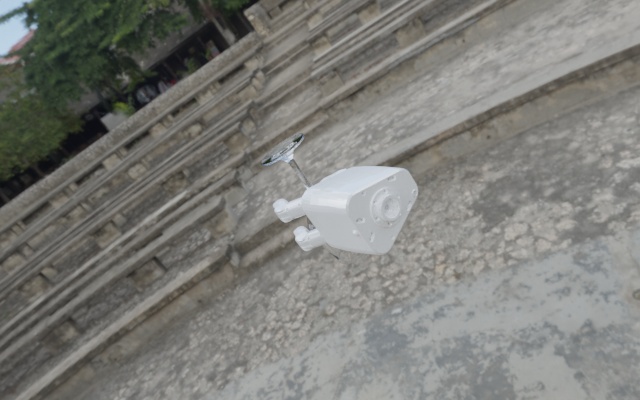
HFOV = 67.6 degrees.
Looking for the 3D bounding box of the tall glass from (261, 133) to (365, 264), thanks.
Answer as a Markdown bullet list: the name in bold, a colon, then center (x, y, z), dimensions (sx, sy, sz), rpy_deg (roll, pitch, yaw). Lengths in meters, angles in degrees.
- **tall glass**: center (0.000, 0.002, 0.712), dimensions (0.079, 0.201, 0.079), rpy_deg (-30, 22, 13)
